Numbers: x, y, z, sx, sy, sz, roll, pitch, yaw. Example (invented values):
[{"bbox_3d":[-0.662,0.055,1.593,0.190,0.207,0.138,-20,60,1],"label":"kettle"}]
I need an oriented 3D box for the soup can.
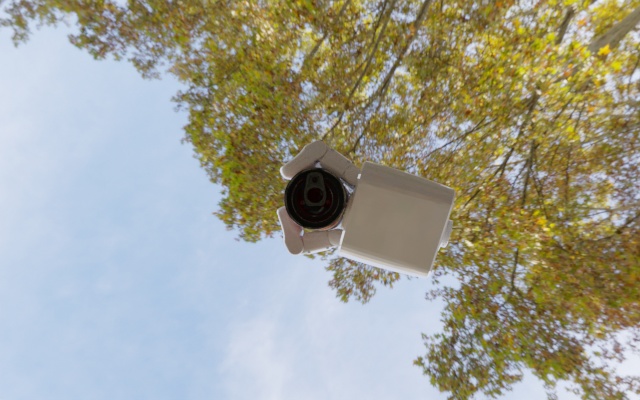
[{"bbox_3d":[0.000,0.002,0.564,0.068,0.068,0.102,0,-5,7],"label":"soup can"}]
